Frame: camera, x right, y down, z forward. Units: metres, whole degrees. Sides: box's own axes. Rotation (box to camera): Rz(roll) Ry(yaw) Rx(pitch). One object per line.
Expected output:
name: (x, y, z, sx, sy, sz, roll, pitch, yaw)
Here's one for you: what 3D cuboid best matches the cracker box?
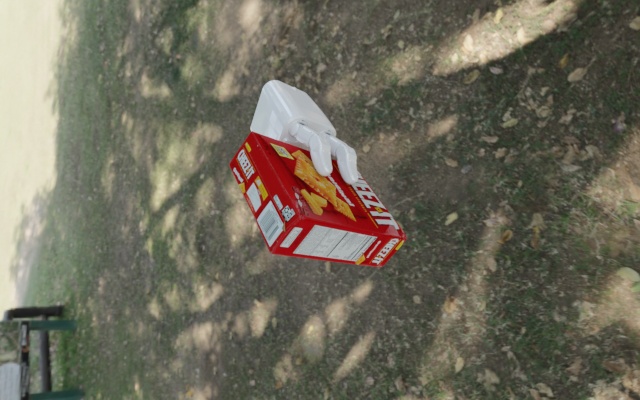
cracker box: (0.000, 0.002, 0.660, 0.214, 0.072, 0.164, 13, 35, -44)
